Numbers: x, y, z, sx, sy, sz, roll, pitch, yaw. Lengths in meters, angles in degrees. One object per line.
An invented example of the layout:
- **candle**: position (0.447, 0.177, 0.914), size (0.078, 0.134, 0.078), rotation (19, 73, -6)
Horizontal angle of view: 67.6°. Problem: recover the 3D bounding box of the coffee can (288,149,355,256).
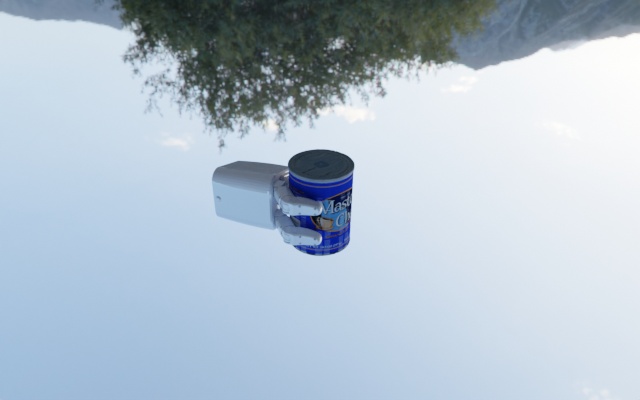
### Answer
- **coffee can**: position (0.000, 0.002, 0.765), size (0.103, 0.140, 0.102), rotation (1, 31, 0)
